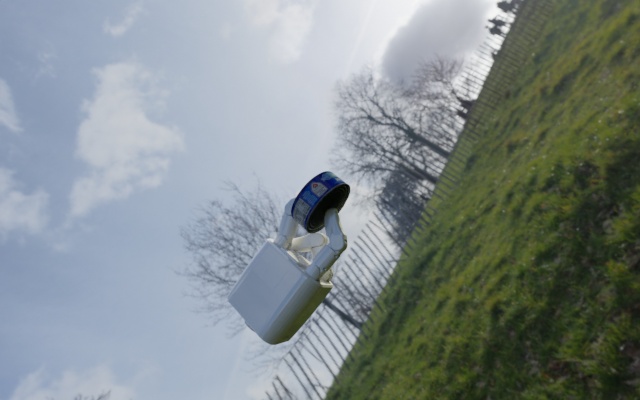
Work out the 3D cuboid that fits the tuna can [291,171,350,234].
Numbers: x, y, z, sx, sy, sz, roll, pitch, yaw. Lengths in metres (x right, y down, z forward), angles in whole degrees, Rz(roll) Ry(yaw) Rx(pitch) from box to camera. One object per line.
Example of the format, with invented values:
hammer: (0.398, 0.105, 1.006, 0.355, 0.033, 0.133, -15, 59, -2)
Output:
tuna can: (0.000, 0.002, 0.656, 0.033, 0.086, 0.086, 40, 17, 21)
